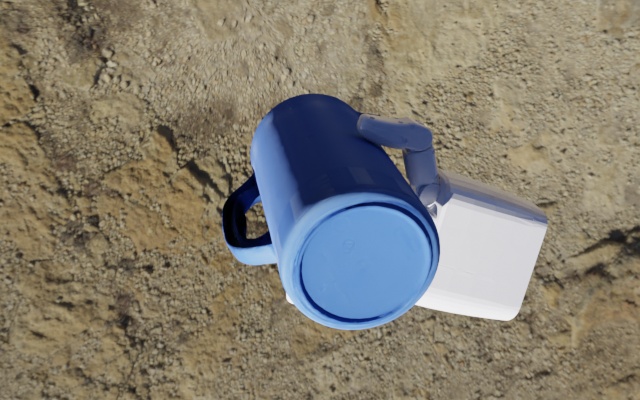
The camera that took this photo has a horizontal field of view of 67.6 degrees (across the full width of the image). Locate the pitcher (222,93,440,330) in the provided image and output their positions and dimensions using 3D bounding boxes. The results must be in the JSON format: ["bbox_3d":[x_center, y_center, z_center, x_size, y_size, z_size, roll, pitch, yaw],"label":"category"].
[{"bbox_3d":[0.000,0.001,0.413,0.145,0.149,0.242,15,20,-15],"label":"pitcher"}]
